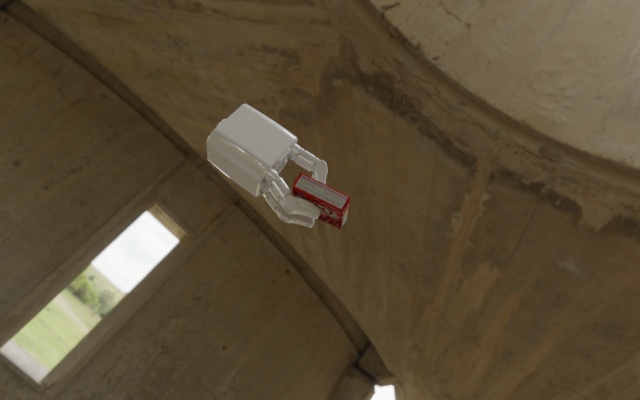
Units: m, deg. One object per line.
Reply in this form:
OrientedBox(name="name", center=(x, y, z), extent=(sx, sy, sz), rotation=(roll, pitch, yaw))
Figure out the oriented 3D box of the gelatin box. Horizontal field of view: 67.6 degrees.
OrientedBox(name="gelatin box", center=(0.001, 0.002, 0.746), extent=(0.089, 0.030, 0.073), rotation=(26, -24, 12))
